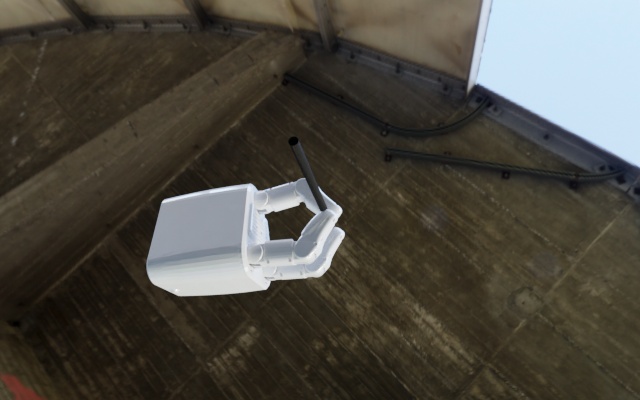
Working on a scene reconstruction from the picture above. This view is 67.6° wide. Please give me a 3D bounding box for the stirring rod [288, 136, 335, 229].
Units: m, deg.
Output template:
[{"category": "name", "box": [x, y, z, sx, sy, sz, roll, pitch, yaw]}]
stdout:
[{"category": "stirring rod", "box": [0.000, 0.001, 0.468, 0.011, 0.011, 0.240, 0, -23, 11]}]
